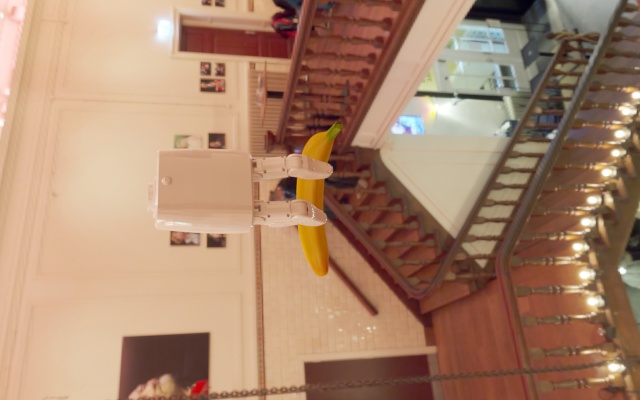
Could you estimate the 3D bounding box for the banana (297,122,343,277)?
[{"bbox_3d":[-0.007,-0.002,0.627,0.037,0.198,0.069,3,2,-25],"label":"banana"}]
